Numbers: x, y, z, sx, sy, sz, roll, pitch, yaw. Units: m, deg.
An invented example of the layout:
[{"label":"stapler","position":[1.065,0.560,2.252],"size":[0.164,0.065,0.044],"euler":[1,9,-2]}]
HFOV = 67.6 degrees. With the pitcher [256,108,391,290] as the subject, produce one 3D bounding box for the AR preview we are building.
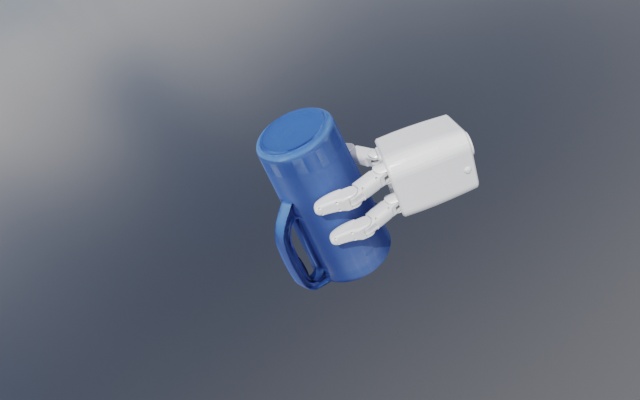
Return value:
[{"label":"pitcher","position":[0.000,0.002,0.672],"size":[0.145,0.243,0.149],"euler":[-19,39,10]}]
